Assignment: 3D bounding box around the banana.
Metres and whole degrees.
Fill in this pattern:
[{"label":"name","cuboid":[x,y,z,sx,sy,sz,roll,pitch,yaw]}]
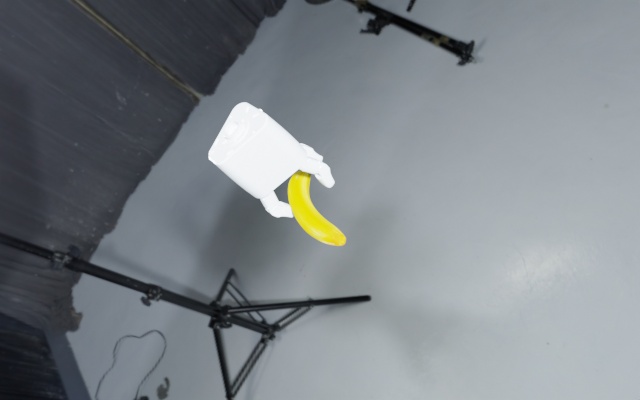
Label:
[{"label":"banana","cuboid":[-0.016,0.010,0.816,0.069,0.197,0.037,-31,-41,12]}]
